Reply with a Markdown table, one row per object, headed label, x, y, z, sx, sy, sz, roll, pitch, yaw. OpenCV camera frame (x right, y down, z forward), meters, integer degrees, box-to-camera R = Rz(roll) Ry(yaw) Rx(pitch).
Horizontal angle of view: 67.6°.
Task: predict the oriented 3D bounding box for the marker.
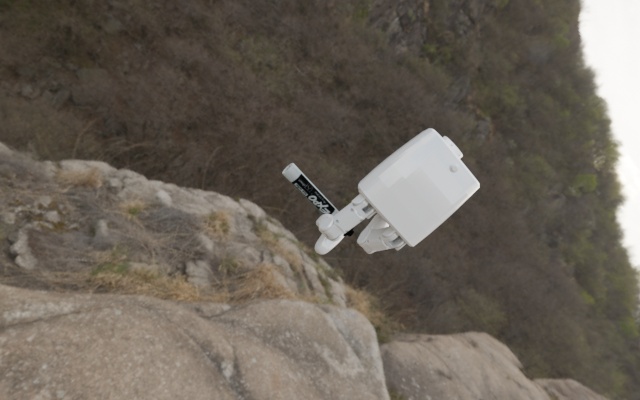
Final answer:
| label | x | y | z | sx | sy | sz | roll | pitch | yaw |
| --- | --- | --- | --- | --- | --- | --- | --- | --- | --- |
| marker | 0.000 | 0.002 | 0.597 | 0.121 | 0.020 | 0.020 | 46 | -17 | -17 |
